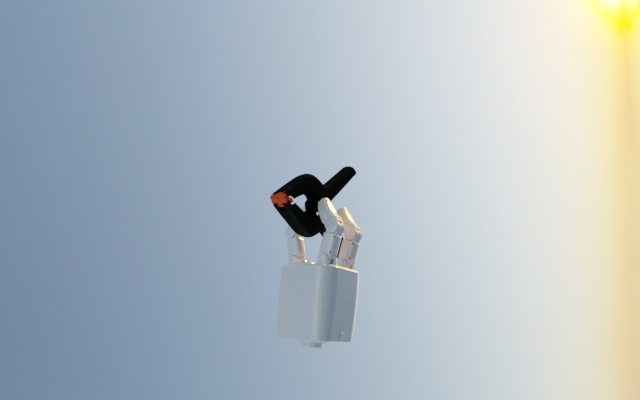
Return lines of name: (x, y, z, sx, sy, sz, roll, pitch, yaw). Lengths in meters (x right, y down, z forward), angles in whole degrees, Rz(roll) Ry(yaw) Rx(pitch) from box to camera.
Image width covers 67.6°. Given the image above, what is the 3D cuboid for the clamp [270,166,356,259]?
clamp: (-0.001, 0.003, 0.740, 0.036, 0.164, 0.210, -5, -17, 33)
